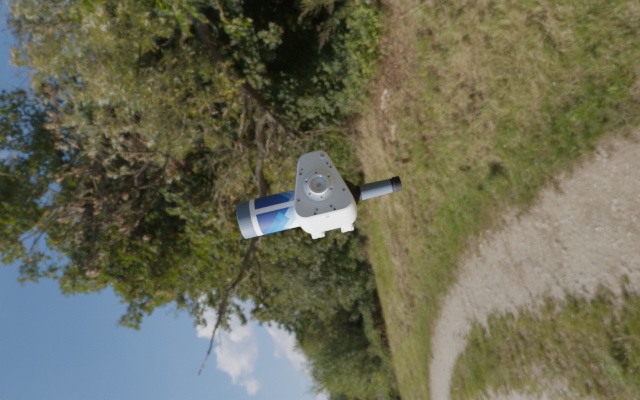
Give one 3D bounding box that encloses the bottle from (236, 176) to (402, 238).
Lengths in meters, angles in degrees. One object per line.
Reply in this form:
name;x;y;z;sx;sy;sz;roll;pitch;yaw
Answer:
bottle;0.000;0.003;0.861;0.296;0.069;0.069;-13;-1;2
